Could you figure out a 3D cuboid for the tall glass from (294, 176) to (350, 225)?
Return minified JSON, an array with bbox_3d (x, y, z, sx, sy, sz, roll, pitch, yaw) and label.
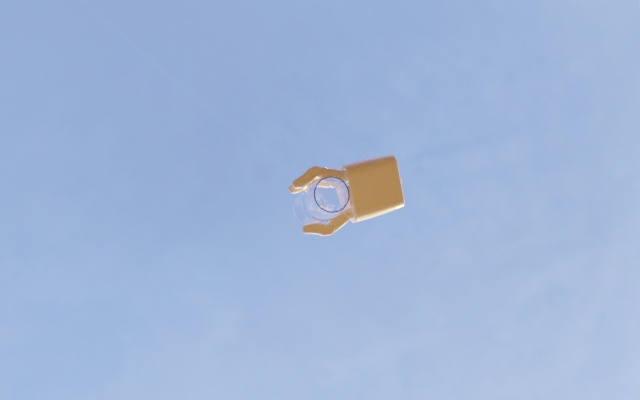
[{"bbox_3d":[0.000,0.003,0.896,0.079,0.079,0.201,0,-7,-11],"label":"tall glass"}]
